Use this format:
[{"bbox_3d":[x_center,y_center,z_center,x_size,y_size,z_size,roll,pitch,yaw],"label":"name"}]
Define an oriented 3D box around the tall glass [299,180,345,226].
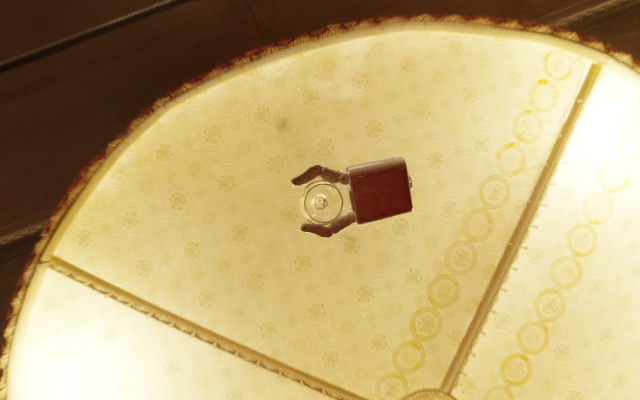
[{"bbox_3d":[0.000,0.003,0.850,0.079,0.079,0.201,0,1,-2],"label":"tall glass"}]
